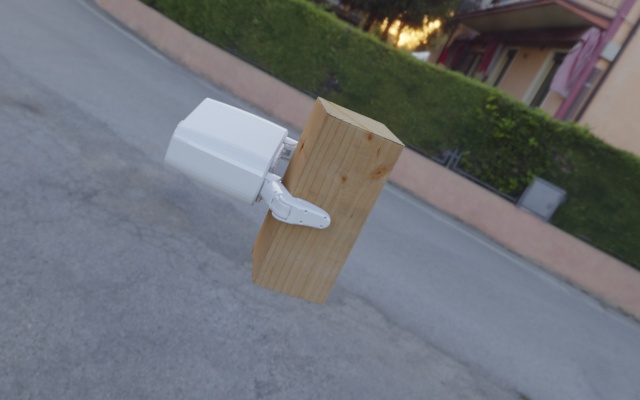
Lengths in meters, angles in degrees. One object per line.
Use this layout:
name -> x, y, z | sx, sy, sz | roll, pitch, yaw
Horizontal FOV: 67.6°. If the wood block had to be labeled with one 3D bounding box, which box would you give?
wood block -> 0.000, 0.002, 0.545 | 0.090, 0.206, 0.090 | 20, 19, -15
